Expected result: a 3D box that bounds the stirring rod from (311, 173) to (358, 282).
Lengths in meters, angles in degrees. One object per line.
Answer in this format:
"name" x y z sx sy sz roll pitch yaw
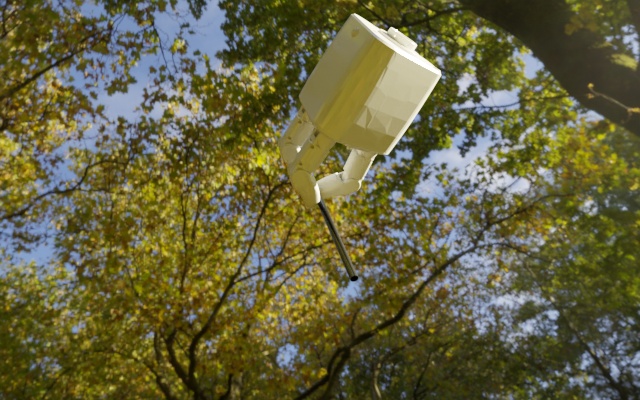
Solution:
"stirring rod" 0.000 0.002 0.535 0.011 0.011 0.239 0 36 -19
